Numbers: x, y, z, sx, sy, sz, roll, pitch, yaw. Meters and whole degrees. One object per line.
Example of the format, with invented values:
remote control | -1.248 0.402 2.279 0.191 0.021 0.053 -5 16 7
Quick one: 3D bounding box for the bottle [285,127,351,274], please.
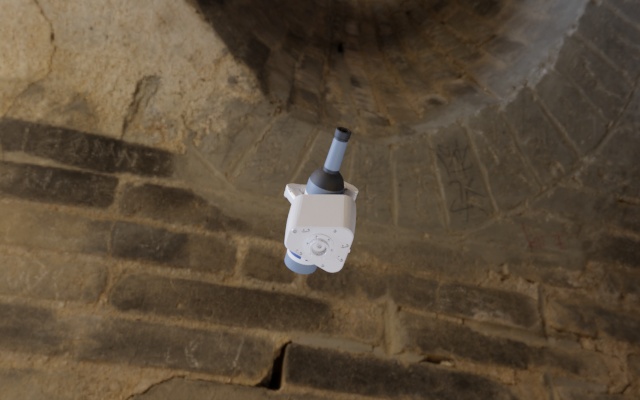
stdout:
bottle | 0.000 0.003 0.885 0.069 0.296 0.069 14 29 -8
